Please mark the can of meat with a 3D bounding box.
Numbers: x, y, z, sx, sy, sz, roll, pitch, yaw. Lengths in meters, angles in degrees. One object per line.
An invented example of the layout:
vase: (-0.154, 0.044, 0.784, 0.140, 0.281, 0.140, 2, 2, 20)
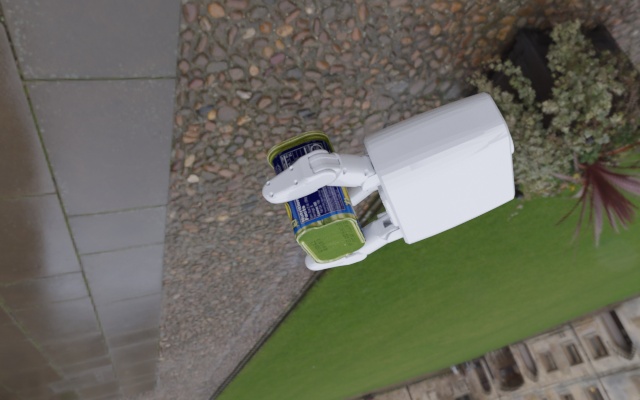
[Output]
can of meat: (0.000, 0.002, 0.427, 0.057, 0.084, 0.102, -22, -25, 5)
